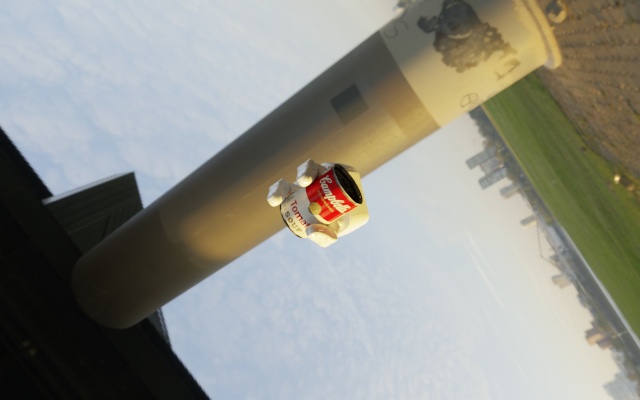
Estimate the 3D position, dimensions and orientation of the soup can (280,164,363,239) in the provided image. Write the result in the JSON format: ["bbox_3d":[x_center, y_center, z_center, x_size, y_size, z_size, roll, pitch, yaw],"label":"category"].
[{"bbox_3d":[0.000,0.003,0.687,0.102,0.068,0.068,-33,-13,21],"label":"soup can"}]
